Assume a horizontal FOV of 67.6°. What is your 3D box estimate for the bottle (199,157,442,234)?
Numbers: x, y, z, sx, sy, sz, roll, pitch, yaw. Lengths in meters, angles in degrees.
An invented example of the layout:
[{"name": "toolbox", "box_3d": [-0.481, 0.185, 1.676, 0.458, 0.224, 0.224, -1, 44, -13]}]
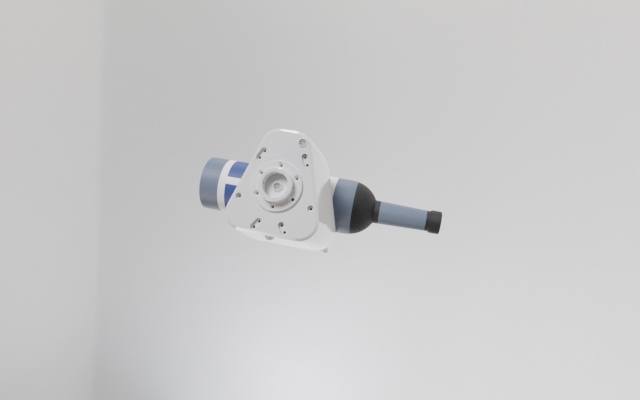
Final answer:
[{"name": "bottle", "box_3d": [0.000, 0.002, 0.594, 0.295, 0.069, 0.069, 10, 2, 9]}]
